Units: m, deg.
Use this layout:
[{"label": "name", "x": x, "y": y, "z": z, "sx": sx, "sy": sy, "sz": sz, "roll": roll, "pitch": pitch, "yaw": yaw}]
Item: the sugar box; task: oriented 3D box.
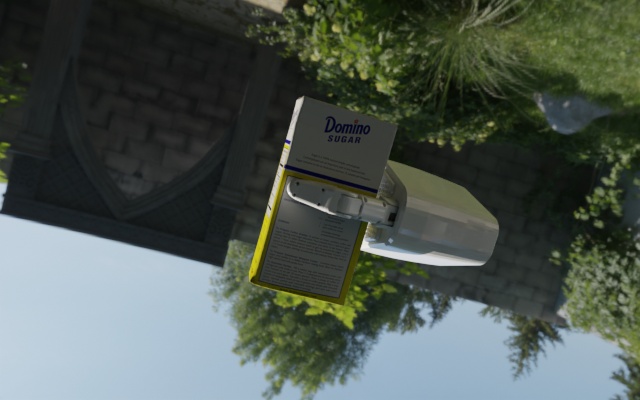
[{"label": "sugar box", "x": 0.000, "y": 0.002, "z": 0.448, "sx": 0.093, "sy": 0.176, "sz": 0.048, "roll": 15, "pitch": 4, "yaw": -13}]
